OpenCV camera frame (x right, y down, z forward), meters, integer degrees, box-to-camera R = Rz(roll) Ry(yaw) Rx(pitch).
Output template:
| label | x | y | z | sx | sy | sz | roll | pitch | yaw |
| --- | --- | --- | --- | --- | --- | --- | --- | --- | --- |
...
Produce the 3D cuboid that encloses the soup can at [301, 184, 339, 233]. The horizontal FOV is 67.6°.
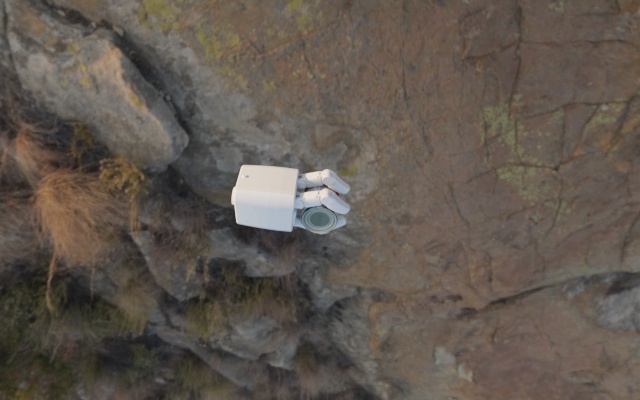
| label | x | y | z | sx | sy | sz | roll | pitch | yaw |
| --- | --- | --- | --- | --- | --- | --- | --- | --- | --- |
| soup can | 0.001 | 0.003 | 0.890 | 0.068 | 0.069 | 0.102 | 0 | 41 | 4 |
